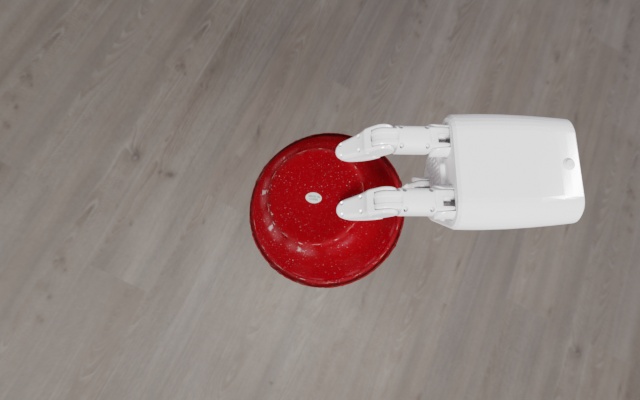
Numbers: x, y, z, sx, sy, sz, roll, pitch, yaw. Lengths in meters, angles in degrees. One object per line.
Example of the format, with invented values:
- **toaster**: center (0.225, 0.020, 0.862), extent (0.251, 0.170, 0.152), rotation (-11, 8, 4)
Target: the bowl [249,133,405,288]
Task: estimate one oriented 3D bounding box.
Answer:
- **bowl**: center (-0.001, 0.002, 0.462), extent (0.162, 0.162, 0.055), rotation (0, -13, 11)
